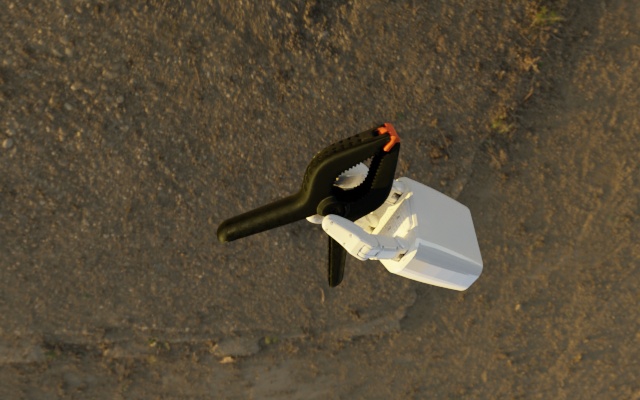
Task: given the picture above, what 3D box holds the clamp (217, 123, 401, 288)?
[{"bbox_3d":[0.001,0.002,0.499,0.164,0.210,0.036,20,31,-25],"label":"clamp"}]
